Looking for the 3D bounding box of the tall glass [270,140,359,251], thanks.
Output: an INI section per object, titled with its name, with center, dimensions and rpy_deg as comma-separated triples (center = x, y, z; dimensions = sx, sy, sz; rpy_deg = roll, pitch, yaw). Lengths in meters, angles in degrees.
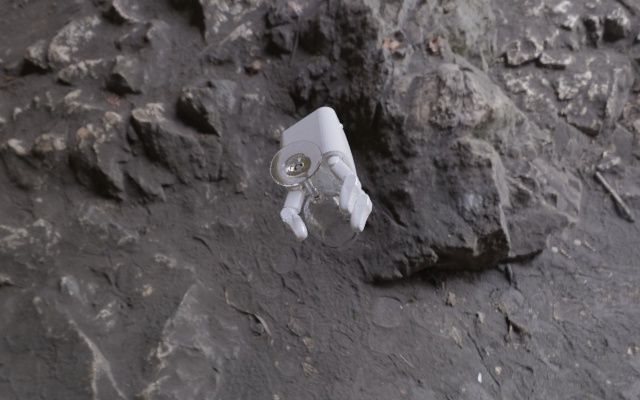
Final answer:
[tall glass]
center = 0.000, 0.002, 0.707
dimensions = 0.079, 0.079, 0.201
rpy_deg = 0, -33, 23
